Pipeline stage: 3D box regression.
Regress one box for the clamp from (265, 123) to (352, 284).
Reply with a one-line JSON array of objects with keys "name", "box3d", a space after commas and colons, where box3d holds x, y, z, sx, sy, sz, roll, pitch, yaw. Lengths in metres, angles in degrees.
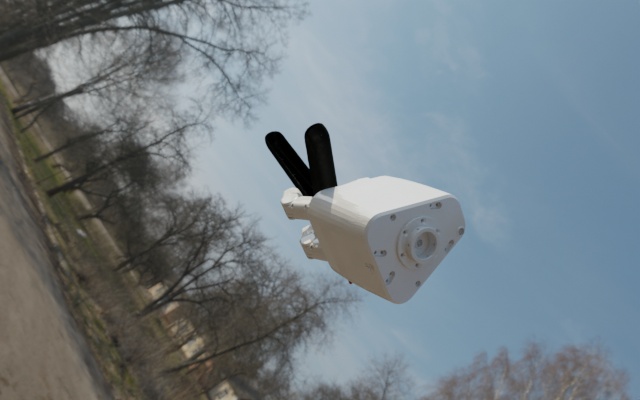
[{"name": "clamp", "box3d": [0.001, 0.002, 0.572, 0.036, 0.210, 0.164, -30, 22, -16]}]
